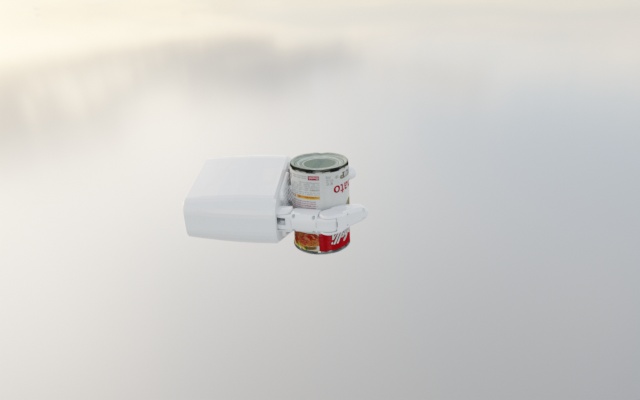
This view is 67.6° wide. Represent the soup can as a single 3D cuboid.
[{"bbox_3d":[0.001,0.002,0.551,0.068,0.102,0.068,-2,23,1],"label":"soup can"}]
